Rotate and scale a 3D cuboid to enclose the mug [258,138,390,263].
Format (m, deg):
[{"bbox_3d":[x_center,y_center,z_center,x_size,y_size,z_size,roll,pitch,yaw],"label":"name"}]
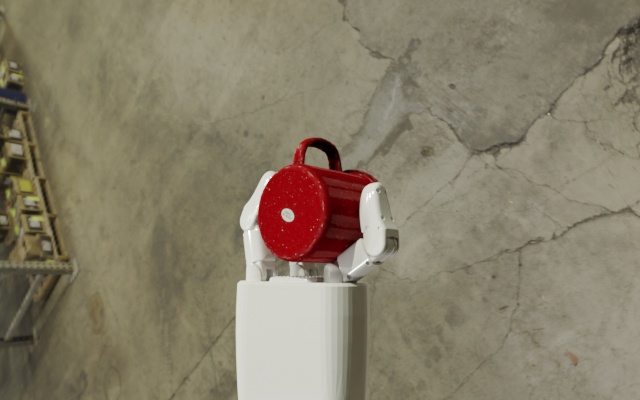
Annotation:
[{"bbox_3d":[0.000,0.000,0.419,0.093,0.117,0.081,-9,-11,40],"label":"mug"}]
